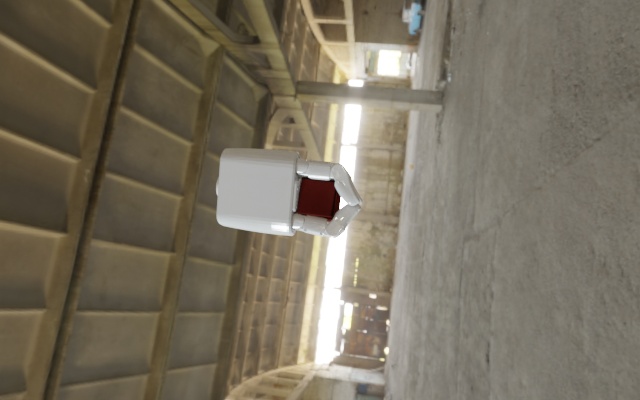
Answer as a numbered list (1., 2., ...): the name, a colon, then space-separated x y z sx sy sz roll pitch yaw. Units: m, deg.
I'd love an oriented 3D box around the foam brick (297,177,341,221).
1. foam brick: 0.000 0.002 0.682 0.051 0.053 0.078 6 -12 8
